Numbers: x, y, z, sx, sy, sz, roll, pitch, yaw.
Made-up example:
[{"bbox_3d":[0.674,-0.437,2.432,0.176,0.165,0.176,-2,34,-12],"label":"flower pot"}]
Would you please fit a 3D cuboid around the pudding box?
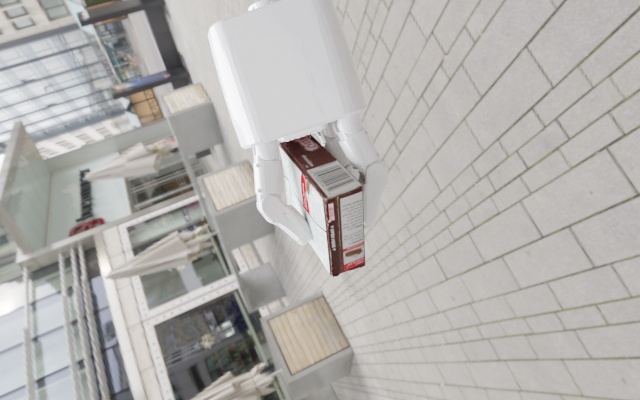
[{"bbox_3d":[0.000,0.001,0.447,0.039,0.090,0.113,-18,37,-15],"label":"pudding box"}]
